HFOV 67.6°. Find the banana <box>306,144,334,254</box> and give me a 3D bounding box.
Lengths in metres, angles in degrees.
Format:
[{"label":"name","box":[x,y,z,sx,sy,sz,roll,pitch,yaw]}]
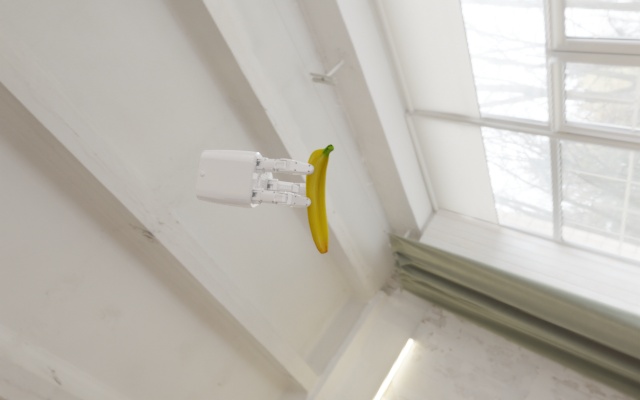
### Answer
[{"label":"banana","box":[-0.004,-0.006,0.837,0.037,0.198,0.069,-4,20,-14]}]
